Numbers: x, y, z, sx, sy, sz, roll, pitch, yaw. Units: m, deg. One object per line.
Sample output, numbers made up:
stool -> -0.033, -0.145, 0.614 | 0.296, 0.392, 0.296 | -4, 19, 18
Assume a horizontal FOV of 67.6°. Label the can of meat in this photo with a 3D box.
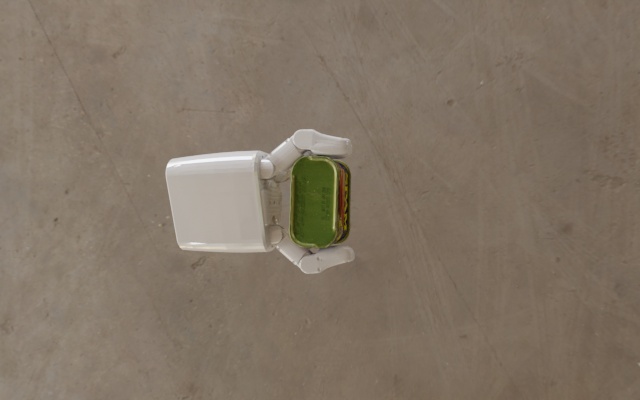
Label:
can of meat -> 0.000, 0.002, 0.532 | 0.057, 0.102, 0.084 | 1, 0, 11
